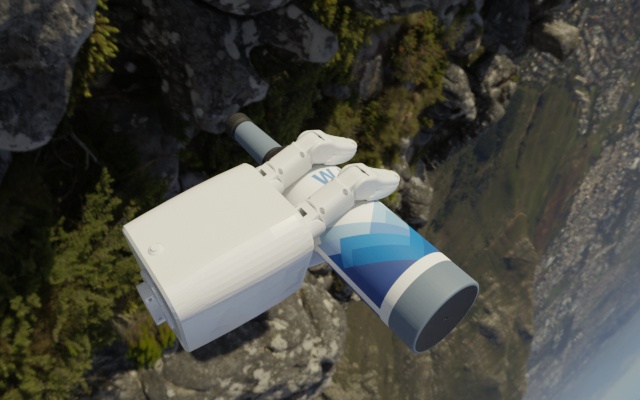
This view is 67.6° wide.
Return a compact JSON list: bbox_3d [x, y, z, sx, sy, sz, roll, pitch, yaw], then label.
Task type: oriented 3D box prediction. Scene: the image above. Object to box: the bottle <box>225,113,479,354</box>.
[{"bbox_3d":[0.000,0.001,0.418,0.069,0.069,0.295,0,34,-46],"label":"bottle"}]
